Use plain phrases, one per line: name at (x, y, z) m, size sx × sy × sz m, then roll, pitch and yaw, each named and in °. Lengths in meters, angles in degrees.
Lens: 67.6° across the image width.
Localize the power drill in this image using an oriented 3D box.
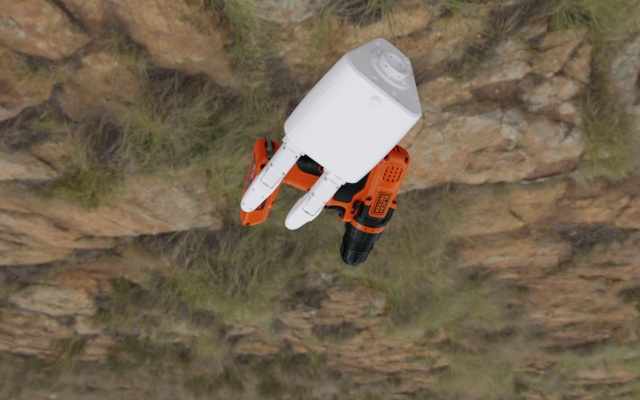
power drill at (0.000, 0.002, 0.593) m, size 0.187 × 0.184 × 0.057 m, roll 7°, pitch 32°, yaw -17°
